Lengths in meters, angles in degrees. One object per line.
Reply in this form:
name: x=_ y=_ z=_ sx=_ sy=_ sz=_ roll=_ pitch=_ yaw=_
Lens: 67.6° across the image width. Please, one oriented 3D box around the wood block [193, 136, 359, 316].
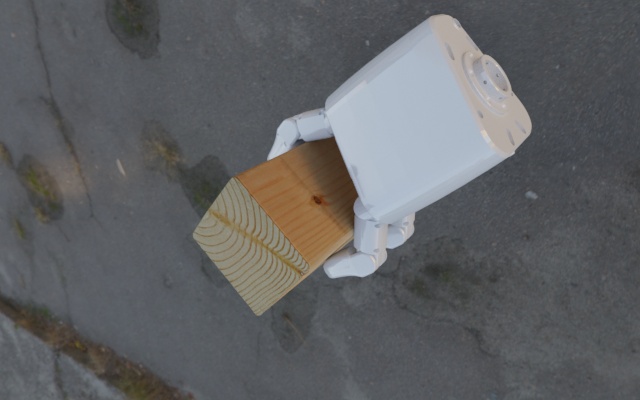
wood block: x=0.000 y=0.001 z=0.444 sx=0.206 sy=0.091 sz=0.090 roll=-32 pitch=-11 yaw=-48
